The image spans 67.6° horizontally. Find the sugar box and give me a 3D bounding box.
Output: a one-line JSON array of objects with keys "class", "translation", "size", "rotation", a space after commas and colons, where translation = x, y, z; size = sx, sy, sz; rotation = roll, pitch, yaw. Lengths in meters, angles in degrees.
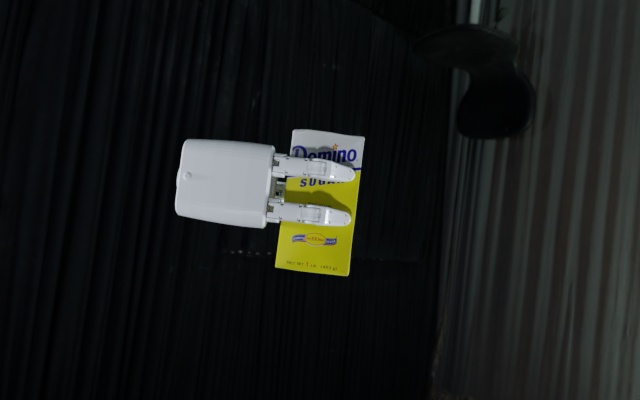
[{"class": "sugar box", "translation": [0.000, 0.002, 0.606], "size": [0.093, 0.176, 0.048], "rotation": [6, -3, 0]}]
